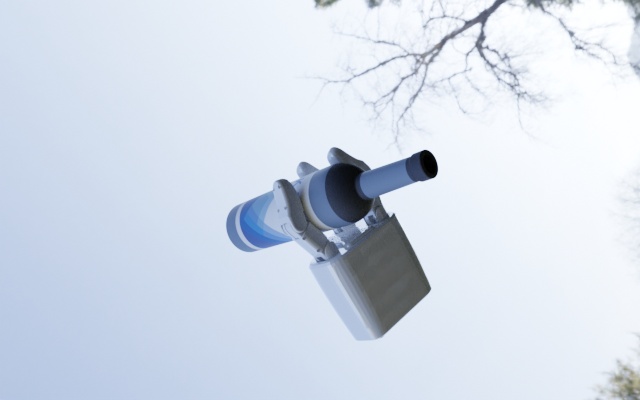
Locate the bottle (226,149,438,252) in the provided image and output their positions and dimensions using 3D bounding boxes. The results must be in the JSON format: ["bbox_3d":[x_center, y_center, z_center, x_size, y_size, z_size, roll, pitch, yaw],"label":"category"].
[{"bbox_3d":[0.000,0.002,0.529,0.069,0.069,0.296,0,-14,-43],"label":"bottle"}]
